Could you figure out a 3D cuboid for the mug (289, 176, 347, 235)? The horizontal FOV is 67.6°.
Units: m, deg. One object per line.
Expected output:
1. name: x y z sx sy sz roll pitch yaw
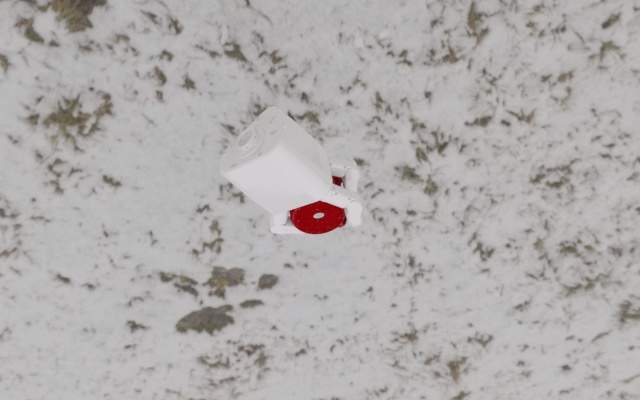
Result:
1. mug: 0.001 0.003 0.722 0.093 0.081 0.117 -32 -48 22
